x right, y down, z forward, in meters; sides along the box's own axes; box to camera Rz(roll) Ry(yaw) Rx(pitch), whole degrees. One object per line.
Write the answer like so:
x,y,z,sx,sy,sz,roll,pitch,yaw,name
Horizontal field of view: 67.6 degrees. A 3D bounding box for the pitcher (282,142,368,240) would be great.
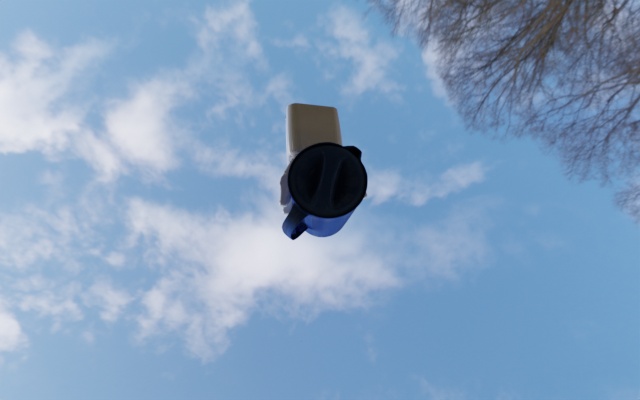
0.000,0.003,0.895,0.149,0.145,0.243,-5,-16,-4,pitcher
